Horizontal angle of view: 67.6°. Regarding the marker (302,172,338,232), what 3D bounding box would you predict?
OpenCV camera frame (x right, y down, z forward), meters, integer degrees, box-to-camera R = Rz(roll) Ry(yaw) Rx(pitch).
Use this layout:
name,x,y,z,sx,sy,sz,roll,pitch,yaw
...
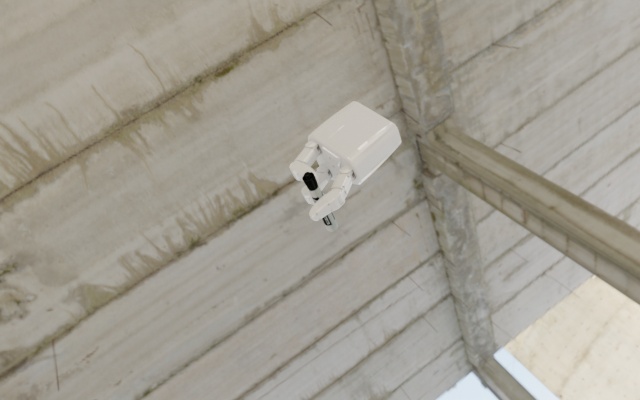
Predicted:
name,x,y,z,sx,sy,sz,roll,pitch,yaw
marker,0.000,0.002,0.727,0.020,0.020,0.121,0,-43,26
